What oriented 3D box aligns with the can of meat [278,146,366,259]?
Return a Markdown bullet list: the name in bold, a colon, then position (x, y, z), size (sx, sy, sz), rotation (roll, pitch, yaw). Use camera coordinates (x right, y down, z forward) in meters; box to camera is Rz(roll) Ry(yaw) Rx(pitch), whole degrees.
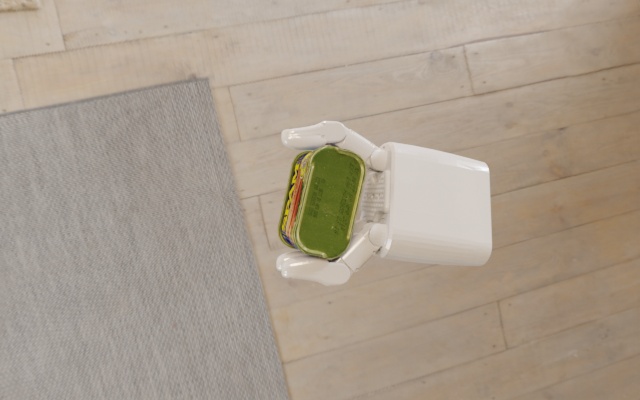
- **can of meat**: position (0.000, 0.001, 0.447), size (0.057, 0.102, 0.084), rotation (13, -2, -13)
